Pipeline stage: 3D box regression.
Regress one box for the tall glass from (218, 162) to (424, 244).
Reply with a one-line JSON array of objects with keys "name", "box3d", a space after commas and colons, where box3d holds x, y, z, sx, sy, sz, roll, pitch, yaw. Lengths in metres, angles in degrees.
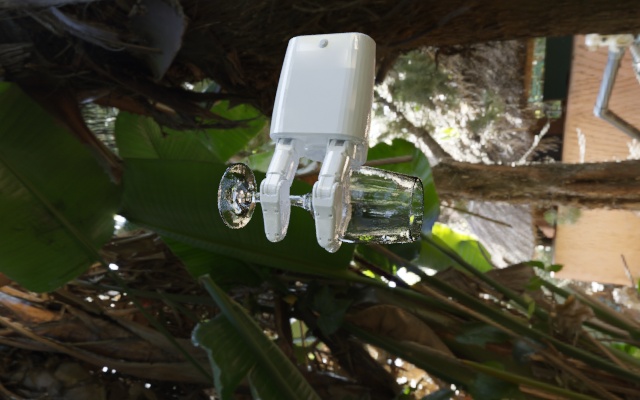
[{"name": "tall glass", "box3d": [-0.001, 0.002, 0.489, 0.201, 0.079, 0.079, 5, 2, 23]}]
